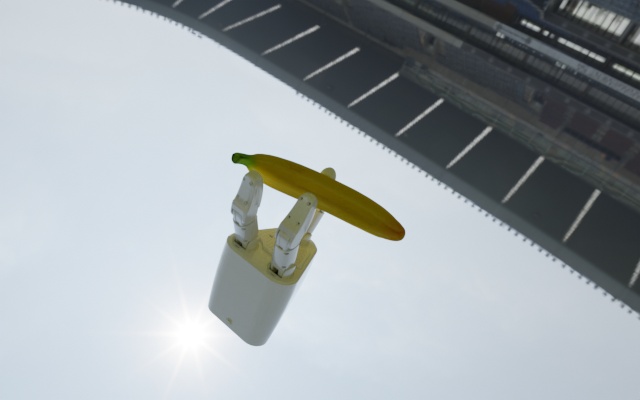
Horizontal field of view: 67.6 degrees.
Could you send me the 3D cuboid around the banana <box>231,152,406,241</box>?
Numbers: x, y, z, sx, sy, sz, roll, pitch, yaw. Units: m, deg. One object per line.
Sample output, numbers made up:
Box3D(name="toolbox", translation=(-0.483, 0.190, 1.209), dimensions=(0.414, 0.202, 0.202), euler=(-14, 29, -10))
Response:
Box3D(name="banana", translation=(-0.001, -0.006, 0.523), dimensions=(0.198, 0.037, 0.069), euler=(23, 20, -2))
